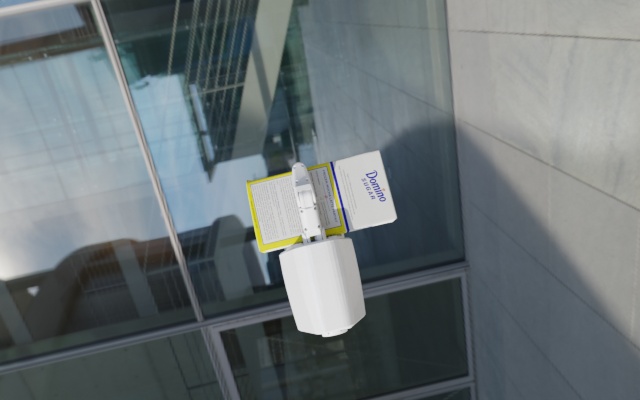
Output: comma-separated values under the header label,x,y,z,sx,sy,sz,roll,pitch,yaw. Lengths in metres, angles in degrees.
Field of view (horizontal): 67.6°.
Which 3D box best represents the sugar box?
label,x,y,z,sx,sy,sz,roll,pitch,yaw
sugar box,0.000,0.002,0.612,0.176,0.093,0.048,-12,-8,-3
